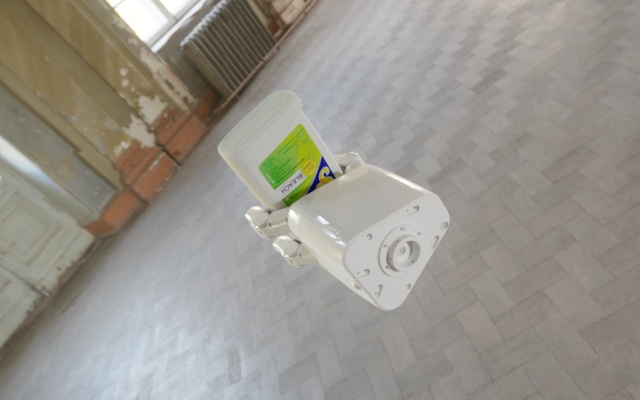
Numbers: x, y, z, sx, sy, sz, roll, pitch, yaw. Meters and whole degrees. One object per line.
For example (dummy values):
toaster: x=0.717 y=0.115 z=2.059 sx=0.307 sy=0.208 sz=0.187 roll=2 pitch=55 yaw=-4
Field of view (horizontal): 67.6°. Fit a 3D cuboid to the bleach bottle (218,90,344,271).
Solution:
bleach bottle: x=0.000 y=0.002 z=0.552 sx=0.251 sy=0.102 sz=0.068 roll=50 pitch=-10 yaw=-31
